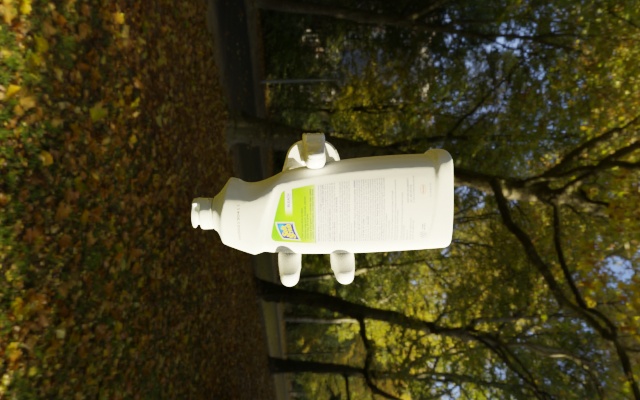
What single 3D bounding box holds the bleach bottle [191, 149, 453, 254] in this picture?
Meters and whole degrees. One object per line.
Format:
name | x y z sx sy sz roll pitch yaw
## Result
bleach bottle | 0.000 0.002 0.477 0.251 0.102 0.068 -1 5 -2
